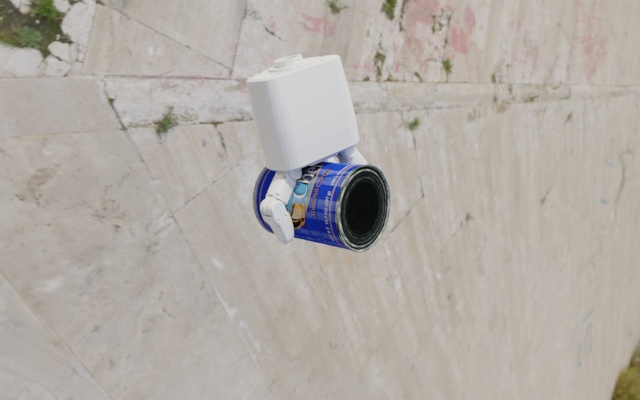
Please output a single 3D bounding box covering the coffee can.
[{"bbox_3d":[0.000,0.002,0.592,0.140,0.103,0.103,8,5,41],"label":"coffee can"}]
